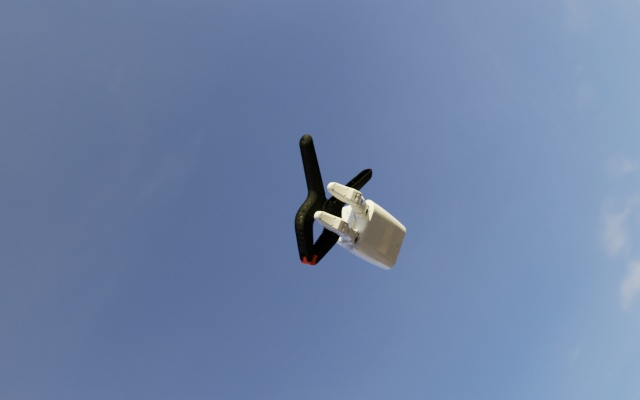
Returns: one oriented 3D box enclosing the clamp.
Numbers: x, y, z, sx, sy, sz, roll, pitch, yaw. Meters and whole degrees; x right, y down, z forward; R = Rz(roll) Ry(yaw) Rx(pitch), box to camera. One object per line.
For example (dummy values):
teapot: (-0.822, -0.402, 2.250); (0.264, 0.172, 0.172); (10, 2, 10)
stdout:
clamp: (0.000, 0.003, 0.809); (0.165, 0.210, 0.036); (32, -18, -33)
